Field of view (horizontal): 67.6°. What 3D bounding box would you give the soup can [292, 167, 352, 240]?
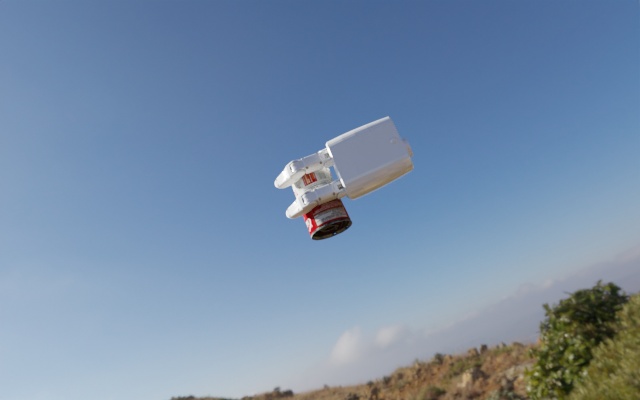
[{"bbox_3d":[0.000,0.002,0.754,0.068,0.102,0.068,-19,-20,-7],"label":"soup can"}]
